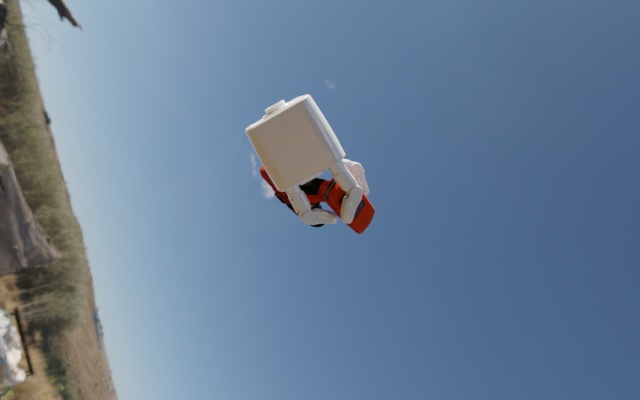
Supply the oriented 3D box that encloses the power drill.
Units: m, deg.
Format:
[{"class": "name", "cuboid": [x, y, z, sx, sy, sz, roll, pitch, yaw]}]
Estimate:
[{"class": "power drill", "cuboid": [0.000, 0.003, 0.827, 0.187, 0.057, 0.184, 13, -26, 46]}]
